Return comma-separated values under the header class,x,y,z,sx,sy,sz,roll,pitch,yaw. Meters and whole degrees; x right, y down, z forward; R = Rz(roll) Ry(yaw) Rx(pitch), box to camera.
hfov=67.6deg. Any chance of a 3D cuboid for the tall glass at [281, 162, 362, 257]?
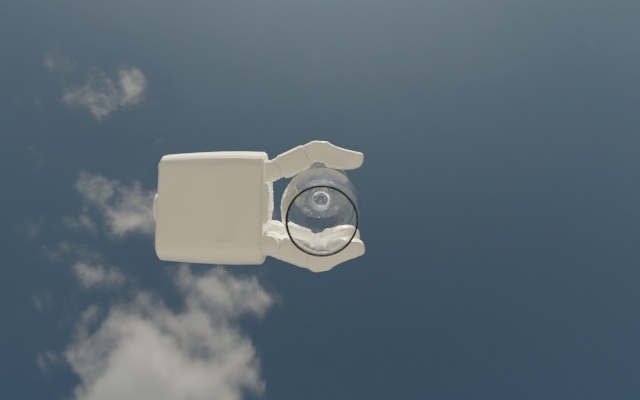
class,x,y,z,sx,sy,sz,roll,pitch,yaw
tall glass,0.000,0.001,0.498,0.079,0.079,0.201,0,9,-1
